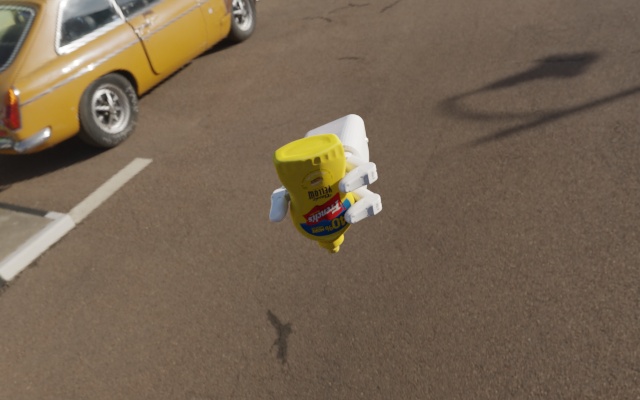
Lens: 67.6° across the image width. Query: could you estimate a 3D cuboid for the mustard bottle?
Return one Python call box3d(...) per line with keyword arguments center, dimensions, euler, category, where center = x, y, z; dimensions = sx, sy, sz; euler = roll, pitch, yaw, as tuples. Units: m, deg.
box3d(center=(0.000, 0.002, 0.695), dimensions=(0.096, 0.192, 0.058), euler=(-19, 36, -6), category="mustard bottle")
